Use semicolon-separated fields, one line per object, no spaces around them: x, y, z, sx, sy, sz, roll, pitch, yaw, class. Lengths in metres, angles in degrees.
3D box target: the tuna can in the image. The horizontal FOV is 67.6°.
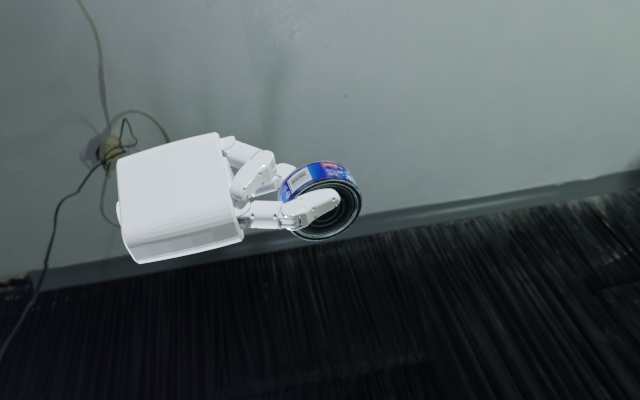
0.000;0.002;0.505;0.086;0.086;0.033;0;38;-21;tuna can
